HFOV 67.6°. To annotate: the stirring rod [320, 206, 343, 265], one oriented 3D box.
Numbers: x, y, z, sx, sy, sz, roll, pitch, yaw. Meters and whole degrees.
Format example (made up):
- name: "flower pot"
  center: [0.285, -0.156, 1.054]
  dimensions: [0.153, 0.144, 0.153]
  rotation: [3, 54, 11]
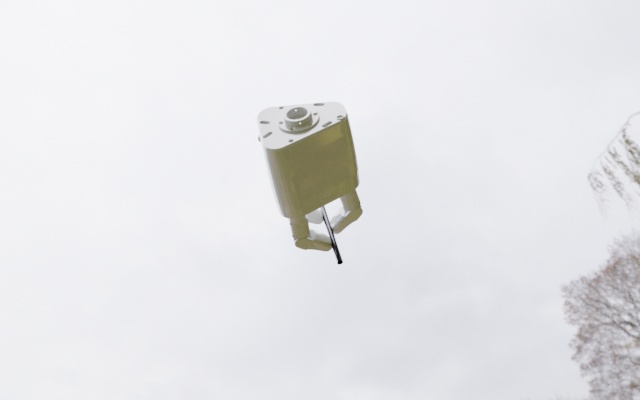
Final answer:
- name: "stirring rod"
  center: [0.000, 0.002, 0.706]
  dimensions: [0.011, 0.011, 0.239]
  rotation: [0, 41, -16]
